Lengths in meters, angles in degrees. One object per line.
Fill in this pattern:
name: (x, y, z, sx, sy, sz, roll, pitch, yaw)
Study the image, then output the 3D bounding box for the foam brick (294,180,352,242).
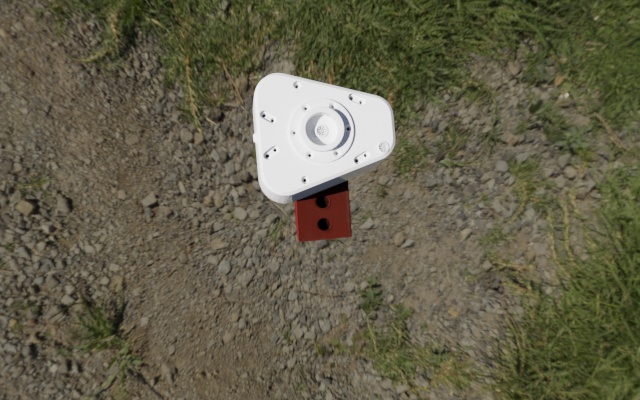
foam brick: (0.000, 0.002, 0.485, 0.053, 0.078, 0.051, -5, -1, -6)
